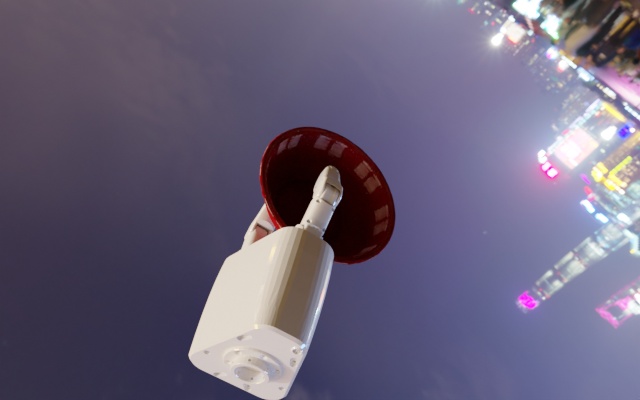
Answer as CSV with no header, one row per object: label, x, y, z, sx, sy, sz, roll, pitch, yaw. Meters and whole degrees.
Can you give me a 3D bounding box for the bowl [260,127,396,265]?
bowl,0.000,0.001,0.517,0.162,0.162,0.055,0,-27,-33
